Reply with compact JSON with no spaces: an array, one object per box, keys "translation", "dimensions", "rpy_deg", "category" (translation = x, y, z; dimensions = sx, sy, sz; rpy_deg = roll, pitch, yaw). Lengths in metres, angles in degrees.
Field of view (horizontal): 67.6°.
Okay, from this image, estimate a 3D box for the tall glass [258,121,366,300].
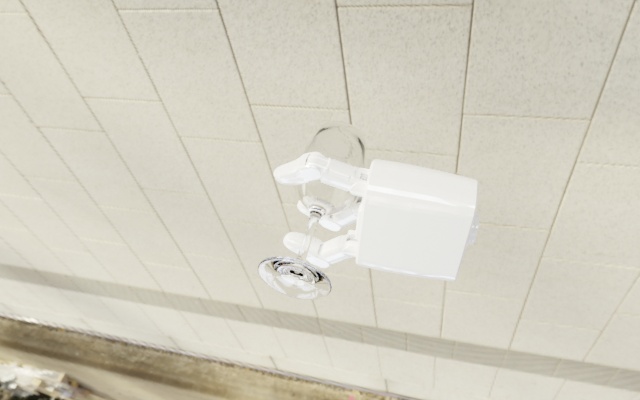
[{"translation":[0.000,0.002,0.519],"dimensions":[0.079,0.201,0.079],"rpy_deg":[11,-38,9],"category":"tall glass"}]
